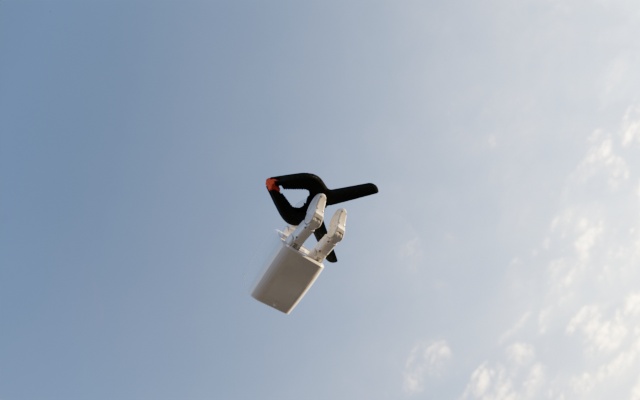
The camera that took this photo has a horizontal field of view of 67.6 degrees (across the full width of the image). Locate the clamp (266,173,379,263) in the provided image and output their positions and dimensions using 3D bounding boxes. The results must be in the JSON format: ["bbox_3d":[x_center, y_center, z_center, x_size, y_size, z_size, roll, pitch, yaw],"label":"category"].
[{"bbox_3d":[-0.001,0.002,0.828,0.210,0.164,0.036,35,1,-35],"label":"clamp"}]
